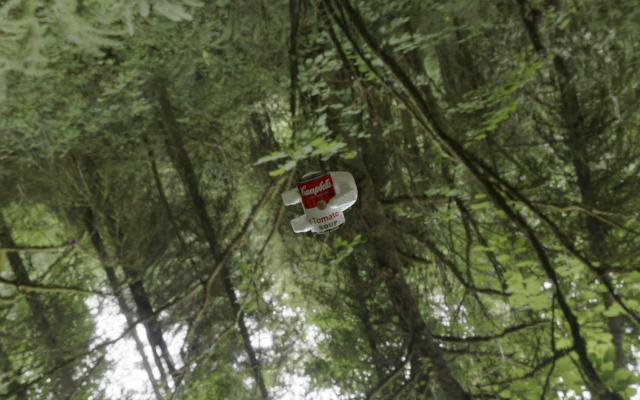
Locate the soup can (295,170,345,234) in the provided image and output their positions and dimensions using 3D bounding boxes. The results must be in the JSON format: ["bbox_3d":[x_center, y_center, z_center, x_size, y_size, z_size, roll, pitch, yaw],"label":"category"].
[{"bbox_3d":[0.000,0.003,0.887,0.068,0.102,0.068,-17,10,3],"label":"soup can"}]
